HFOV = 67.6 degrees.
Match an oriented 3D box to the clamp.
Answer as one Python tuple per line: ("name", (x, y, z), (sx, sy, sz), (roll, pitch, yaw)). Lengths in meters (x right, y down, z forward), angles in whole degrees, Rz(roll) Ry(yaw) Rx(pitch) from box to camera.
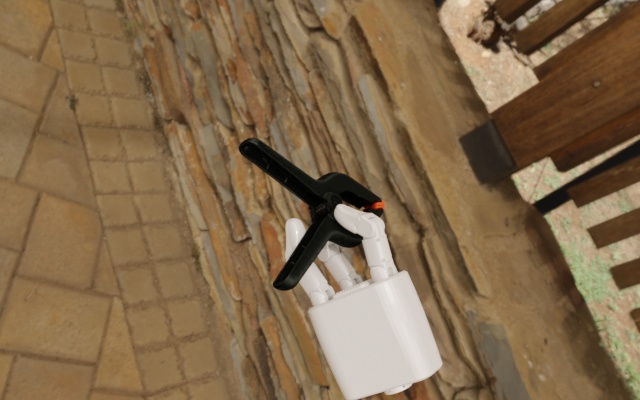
("clamp", (0.001, 0.002, 0.554), (0.036, 0.164, 0.210), (-26, -10, 40))
